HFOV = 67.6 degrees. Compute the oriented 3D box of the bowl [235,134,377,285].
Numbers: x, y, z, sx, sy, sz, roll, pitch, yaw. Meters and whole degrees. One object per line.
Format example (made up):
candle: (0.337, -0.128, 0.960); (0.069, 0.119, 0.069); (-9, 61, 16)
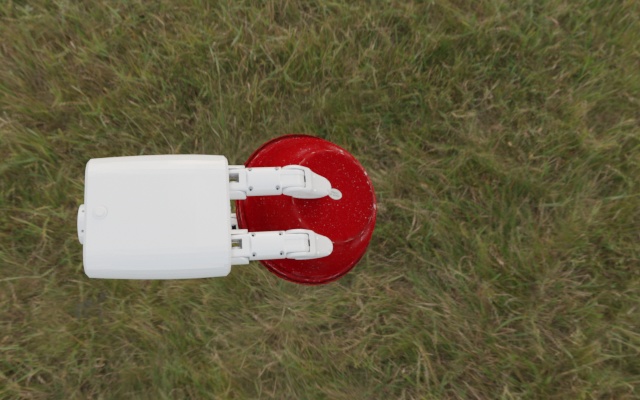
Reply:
bowl: (0.001, 0.001, 0.478); (0.162, 0.162, 0.055); (0, -13, -29)
